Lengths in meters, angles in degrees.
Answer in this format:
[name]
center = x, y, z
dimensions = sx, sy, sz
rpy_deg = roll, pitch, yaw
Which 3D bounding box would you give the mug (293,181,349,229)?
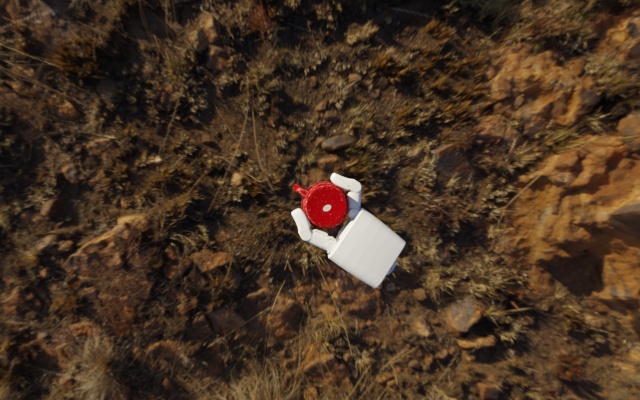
[mug]
center = -0.001, 0.002, 0.899
dimensions = 0.117, 0.093, 0.081
rpy_deg = 34, 0, -2
